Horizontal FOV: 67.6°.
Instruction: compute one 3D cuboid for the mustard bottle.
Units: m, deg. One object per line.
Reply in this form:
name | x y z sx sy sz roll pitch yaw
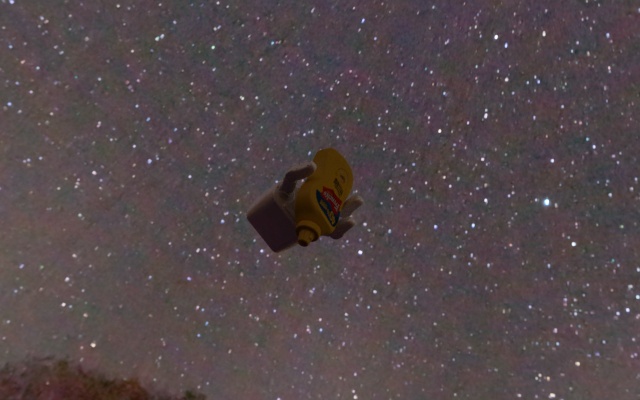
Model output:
mustard bottle | 0.000 0.002 0.821 0.058 0.096 0.191 -7 40 31
